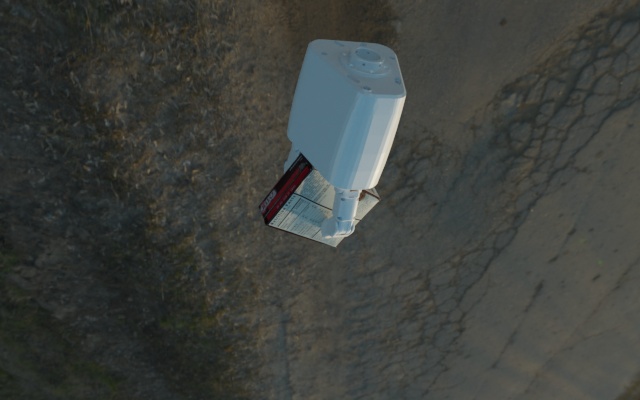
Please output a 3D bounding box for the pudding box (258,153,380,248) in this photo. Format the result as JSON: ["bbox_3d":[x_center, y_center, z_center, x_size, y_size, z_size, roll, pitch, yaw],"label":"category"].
[{"bbox_3d":[0.000,0.002,0.547,0.113,0.090,0.039,23,29,-37],"label":"pudding box"}]
